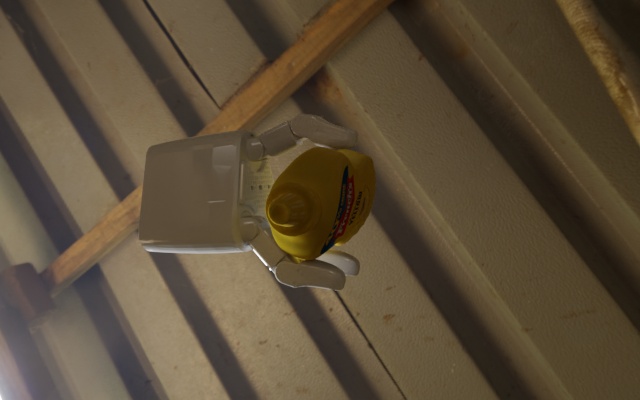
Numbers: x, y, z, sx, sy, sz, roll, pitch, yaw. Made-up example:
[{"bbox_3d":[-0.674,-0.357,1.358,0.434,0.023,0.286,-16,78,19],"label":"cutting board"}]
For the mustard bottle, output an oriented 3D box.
[{"bbox_3d":[0.000,0.001,0.420,0.058,0.096,0.191,20,10,16],"label":"mustard bottle"}]
